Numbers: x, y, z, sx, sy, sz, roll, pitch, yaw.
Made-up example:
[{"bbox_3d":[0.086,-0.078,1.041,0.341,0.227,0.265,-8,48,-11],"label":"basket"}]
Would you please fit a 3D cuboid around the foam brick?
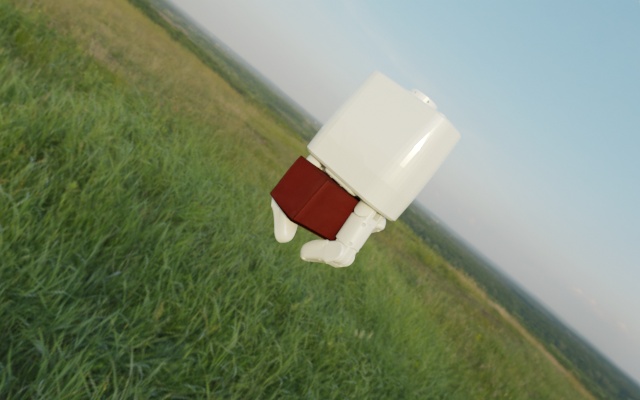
[{"bbox_3d":[0.000,0.002,0.472,0.078,0.051,0.053,32,11,-44],"label":"foam brick"}]
